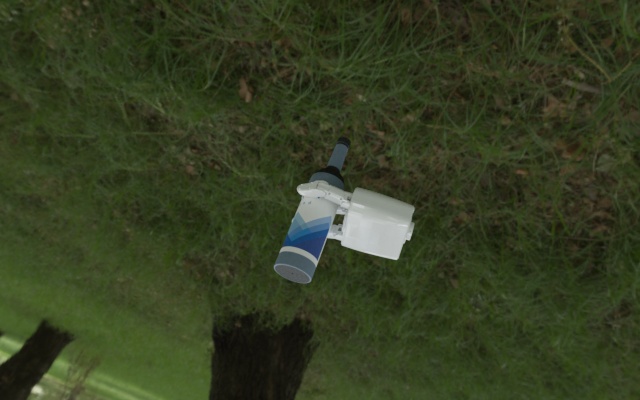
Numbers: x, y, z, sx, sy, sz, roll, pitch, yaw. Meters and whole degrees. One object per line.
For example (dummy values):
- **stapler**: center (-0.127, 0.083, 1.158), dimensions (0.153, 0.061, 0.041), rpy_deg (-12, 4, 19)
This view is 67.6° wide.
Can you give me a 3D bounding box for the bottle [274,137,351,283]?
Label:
- **bottle**: center (0.000, 0.003, 0.864), dimensions (0.069, 0.295, 0.069), rpy_deg (16, -30, 10)
